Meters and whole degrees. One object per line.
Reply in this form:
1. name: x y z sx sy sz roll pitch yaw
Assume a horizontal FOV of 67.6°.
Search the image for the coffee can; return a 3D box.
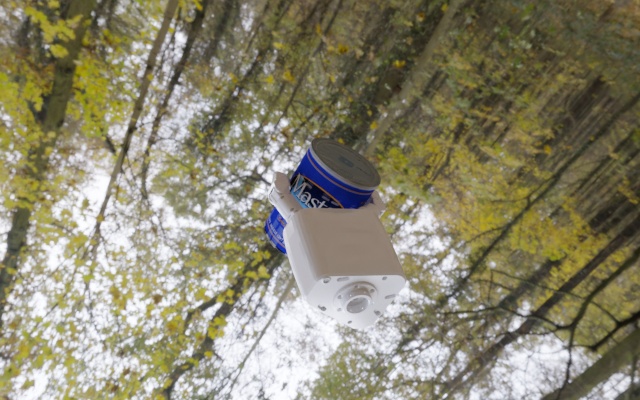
1. coffee can: 0.000 0.002 0.638 0.103 0.140 0.102 25 27 -14
